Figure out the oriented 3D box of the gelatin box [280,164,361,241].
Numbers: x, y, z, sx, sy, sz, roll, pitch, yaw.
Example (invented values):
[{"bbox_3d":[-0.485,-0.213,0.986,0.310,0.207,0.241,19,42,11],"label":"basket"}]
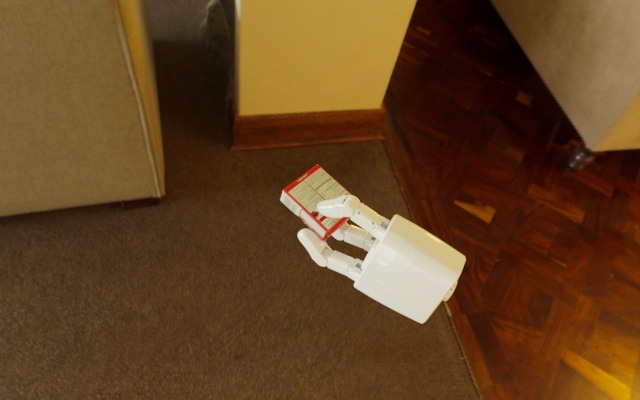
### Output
[{"bbox_3d":[0.000,0.002,0.669,0.073,0.089,0.030,-40,-14,-32],"label":"gelatin box"}]
